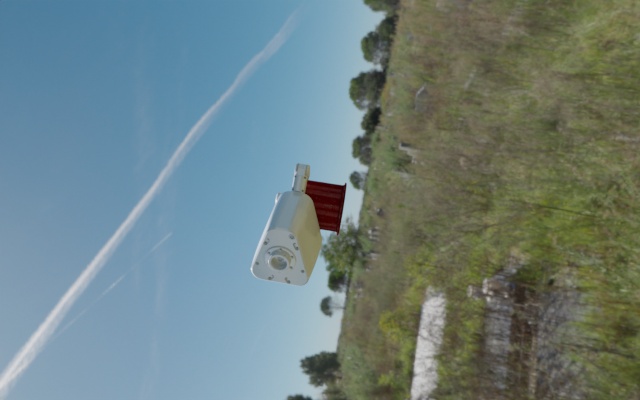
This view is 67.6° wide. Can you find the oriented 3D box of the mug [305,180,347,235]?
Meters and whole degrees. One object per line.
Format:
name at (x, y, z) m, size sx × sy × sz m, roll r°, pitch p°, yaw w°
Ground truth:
mug at (0.000, 0.002, 0.841) m, size 0.081 × 0.093 × 0.117 m, roll 9°, pitch 30°, yaw 5°
